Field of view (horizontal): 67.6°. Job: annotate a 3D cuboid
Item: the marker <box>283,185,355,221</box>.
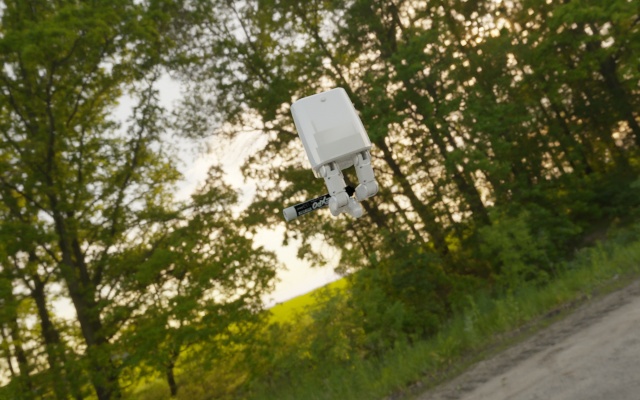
[{"bbox_3d":[0.000,0.003,0.746,0.121,0.020,0.020,-21,7,-18],"label":"marker"}]
